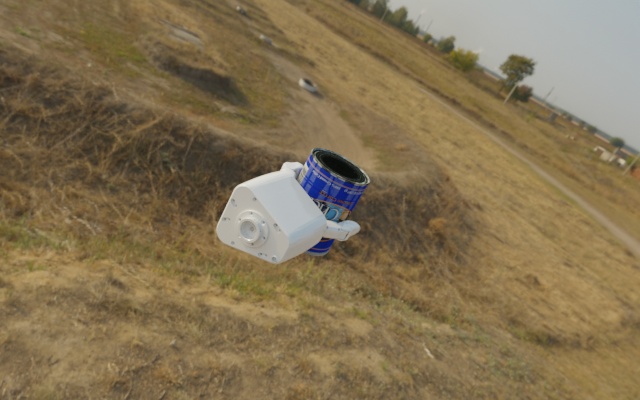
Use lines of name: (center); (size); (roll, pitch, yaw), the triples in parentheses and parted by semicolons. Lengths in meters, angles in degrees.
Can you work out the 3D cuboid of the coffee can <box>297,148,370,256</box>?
coffee can: (0.000, 0.003, 0.759); (0.103, 0.140, 0.102); (25, 23, -11)
